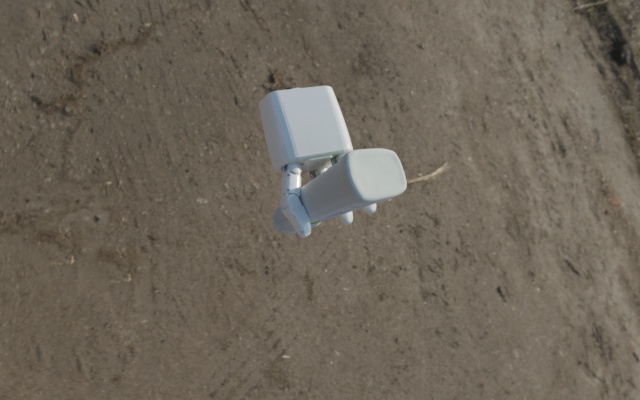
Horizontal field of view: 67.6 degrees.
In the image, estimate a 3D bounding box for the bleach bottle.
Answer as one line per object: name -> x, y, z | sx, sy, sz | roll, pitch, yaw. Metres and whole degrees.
bleach bottle -> 0.000, 0.002, 0.682 | 0.102, 0.068, 0.251 | -10, -11, -40
